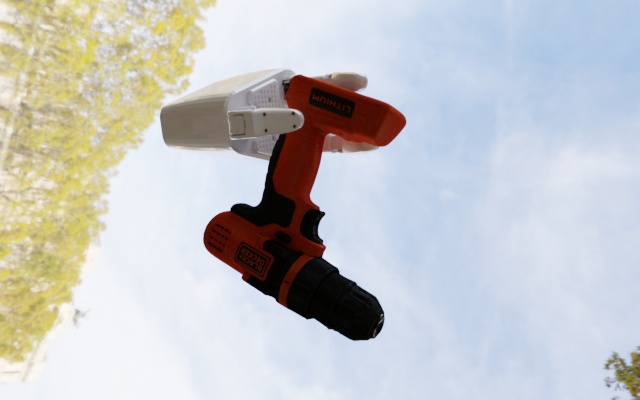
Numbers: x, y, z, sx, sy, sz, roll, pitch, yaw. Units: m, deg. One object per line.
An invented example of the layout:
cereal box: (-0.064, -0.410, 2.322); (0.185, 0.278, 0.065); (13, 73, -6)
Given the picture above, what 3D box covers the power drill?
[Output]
power drill: (0.000, 0.001, 0.404); (0.184, 0.187, 0.057); (26, 4, 25)
